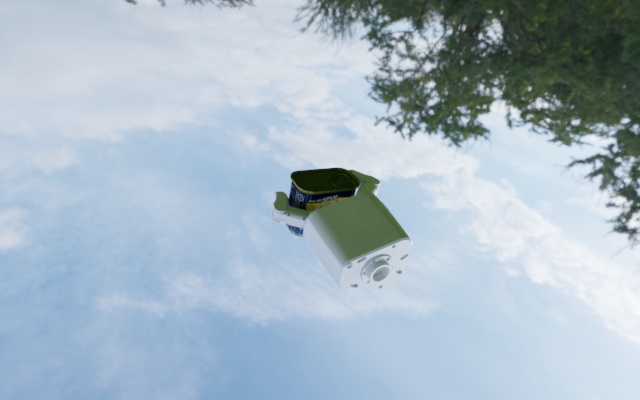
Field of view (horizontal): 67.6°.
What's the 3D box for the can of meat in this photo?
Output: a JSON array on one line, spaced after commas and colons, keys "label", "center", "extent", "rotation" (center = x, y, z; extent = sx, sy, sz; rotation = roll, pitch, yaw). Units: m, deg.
[{"label": "can of meat", "center": [0.000, 0.003, 0.717], "extent": [0.102, 0.084, 0.057], "rotation": [-7, 37, -28]}]
